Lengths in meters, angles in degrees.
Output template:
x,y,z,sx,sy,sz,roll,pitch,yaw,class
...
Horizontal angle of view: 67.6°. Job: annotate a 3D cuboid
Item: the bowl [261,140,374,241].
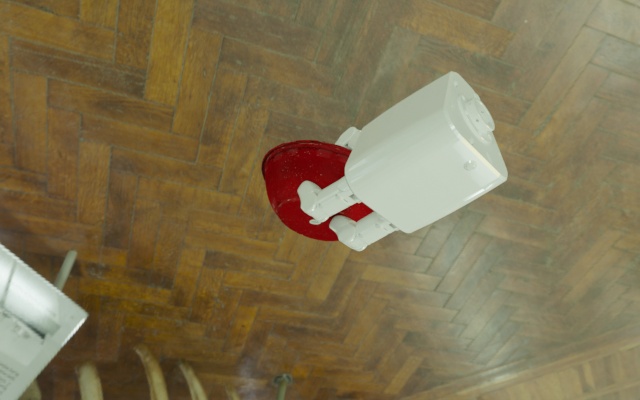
x,y,z,sx,sy,sz,roll,pitch,yaw,class
-0.001,0.003,0.561,0.162,0.055,0.162,12,-31,7,bowl
